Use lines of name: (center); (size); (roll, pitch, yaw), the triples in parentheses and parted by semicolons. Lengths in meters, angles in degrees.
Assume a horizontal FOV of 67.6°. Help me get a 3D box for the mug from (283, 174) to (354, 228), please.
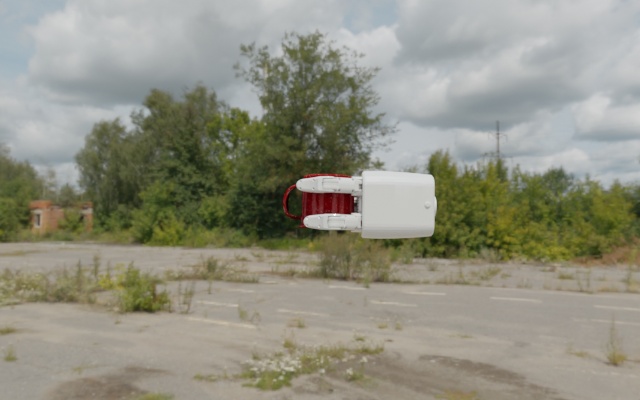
mug: (-0.001, 0.002, 0.747); (0.117, 0.081, 0.093); (1, -3, 0)
